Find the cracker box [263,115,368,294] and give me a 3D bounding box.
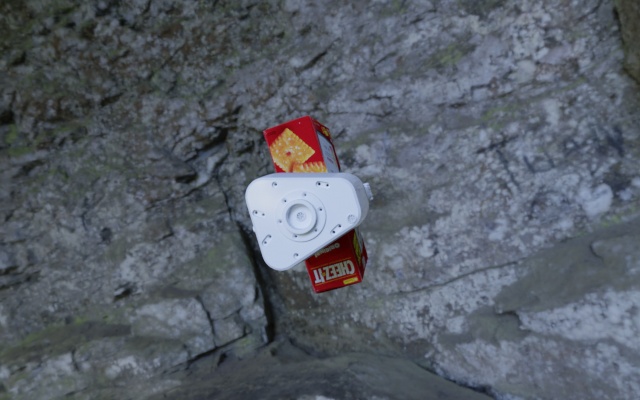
[{"bbox_3d":[0.000,0.002,0.658,0.072,0.213,0.164,-17,1,9],"label":"cracker box"}]
